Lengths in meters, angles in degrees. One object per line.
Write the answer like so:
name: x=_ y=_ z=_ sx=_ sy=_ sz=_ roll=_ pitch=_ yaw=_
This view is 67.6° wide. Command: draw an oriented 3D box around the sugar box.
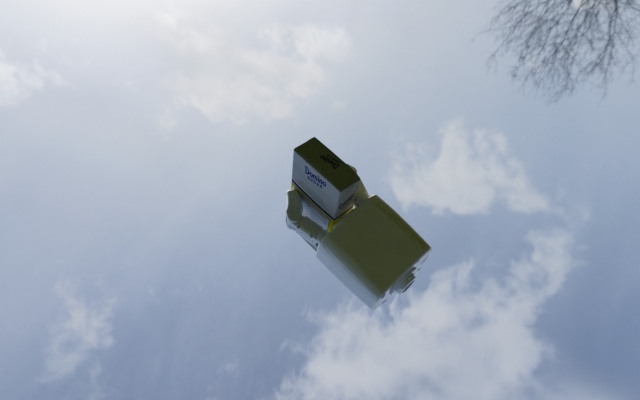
sugar box: x=0.001 y=0.002 z=0.684 sx=0.048 sy=0.093 sz=0.176 roll=-34 pitch=-25 yaw=-29
